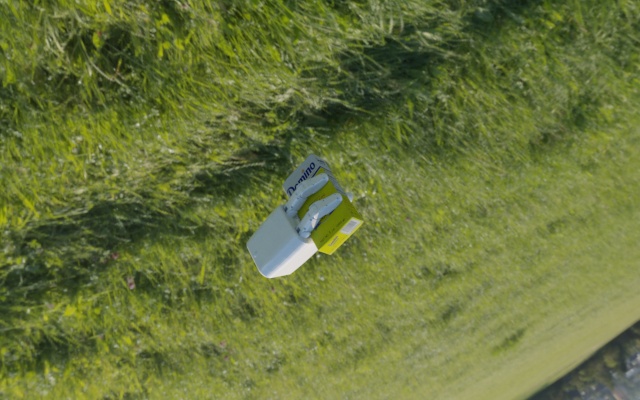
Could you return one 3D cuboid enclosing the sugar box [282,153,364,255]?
[{"bbox_3d":[0.000,0.003,0.888,0.048,0.093,0.176,23,27,-50],"label":"sugar box"}]
